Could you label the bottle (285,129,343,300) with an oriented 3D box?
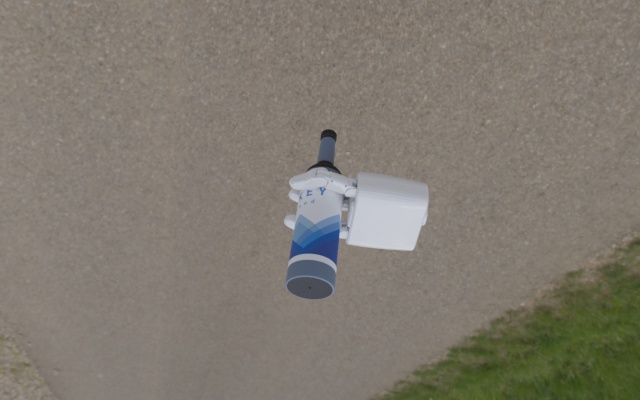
[{"bbox_3d":[0.000,0.003,0.726,0.069,0.295,0.069,4,-38,3],"label":"bottle"}]
